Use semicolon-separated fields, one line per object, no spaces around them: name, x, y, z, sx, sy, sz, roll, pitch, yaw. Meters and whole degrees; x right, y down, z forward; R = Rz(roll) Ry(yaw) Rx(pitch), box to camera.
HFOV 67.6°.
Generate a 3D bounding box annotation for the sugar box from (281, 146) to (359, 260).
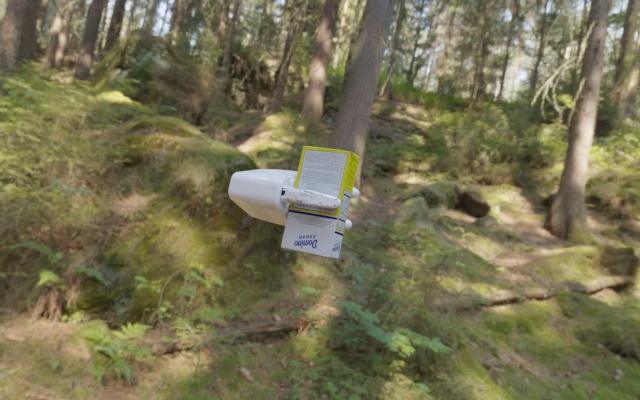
sugar box;0.000;0.003;0.791;0.093;0.176;0.048;10;-4;27
